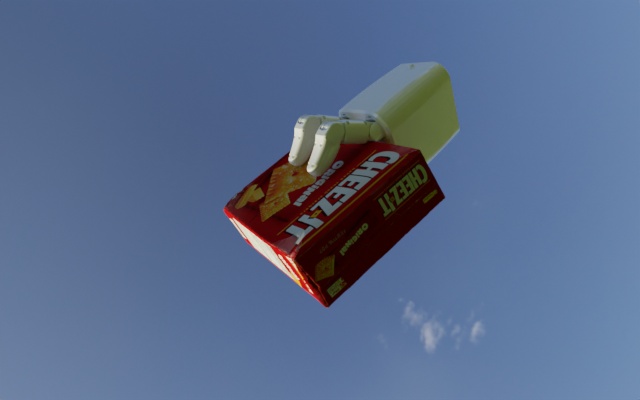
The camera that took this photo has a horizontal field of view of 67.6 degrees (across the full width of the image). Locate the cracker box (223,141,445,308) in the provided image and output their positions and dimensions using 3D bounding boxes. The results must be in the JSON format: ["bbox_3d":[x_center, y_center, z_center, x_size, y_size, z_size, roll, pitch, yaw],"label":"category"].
[{"bbox_3d":[0.000,0.002,0.529,0.164,0.072,0.213,-41,27,-14],"label":"cracker box"}]
